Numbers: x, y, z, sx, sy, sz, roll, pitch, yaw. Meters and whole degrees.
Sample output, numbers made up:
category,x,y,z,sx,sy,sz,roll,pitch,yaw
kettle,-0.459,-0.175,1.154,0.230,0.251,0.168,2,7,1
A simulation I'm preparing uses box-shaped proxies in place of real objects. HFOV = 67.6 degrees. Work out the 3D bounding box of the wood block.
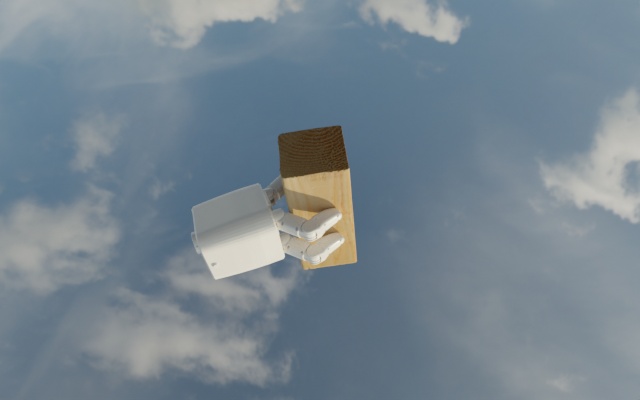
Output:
category,x,y,z,sx,sy,sz,roll,pitch,yaw
wood block,0.000,0.002,0.702,0.090,0.090,0.206,-8,-42,0
